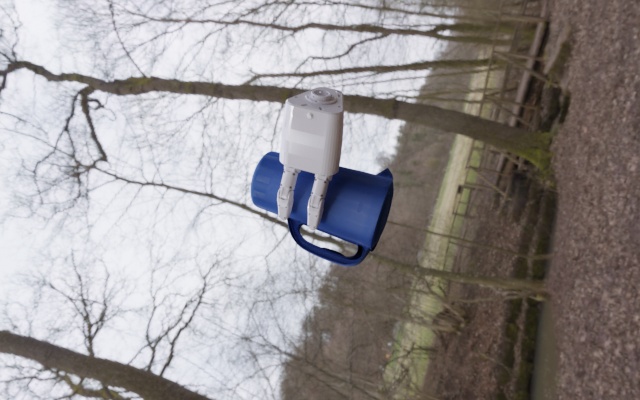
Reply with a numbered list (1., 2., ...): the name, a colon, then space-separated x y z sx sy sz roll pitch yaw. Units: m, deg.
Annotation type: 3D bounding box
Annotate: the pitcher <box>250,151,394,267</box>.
1. pitcher: 0.000 0.003 0.848 0.243 0.145 0.149 17 34 14
